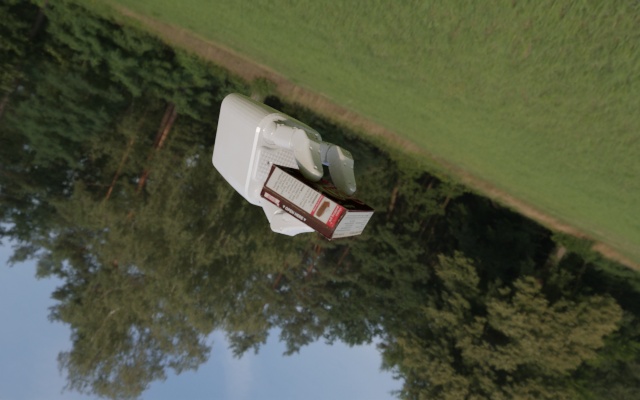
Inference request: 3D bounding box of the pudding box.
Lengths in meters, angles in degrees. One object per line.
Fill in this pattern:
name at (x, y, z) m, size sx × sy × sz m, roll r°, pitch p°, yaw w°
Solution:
pudding box at (0.000, 0.002, 0.501) m, size 0.090 × 0.039 × 0.113 m, roll 31°, pitch 11°, yaw 17°
